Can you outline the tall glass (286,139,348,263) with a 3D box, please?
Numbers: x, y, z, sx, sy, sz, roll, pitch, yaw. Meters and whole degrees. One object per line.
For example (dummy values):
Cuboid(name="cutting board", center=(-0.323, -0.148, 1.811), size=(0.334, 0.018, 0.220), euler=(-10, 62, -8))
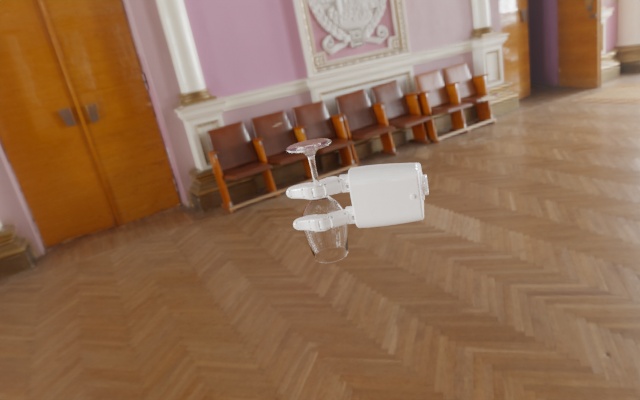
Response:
Cuboid(name="tall glass", center=(0.000, 0.002, 0.802), size=(0.079, 0.201, 0.079), euler=(-10, 19, 4))
